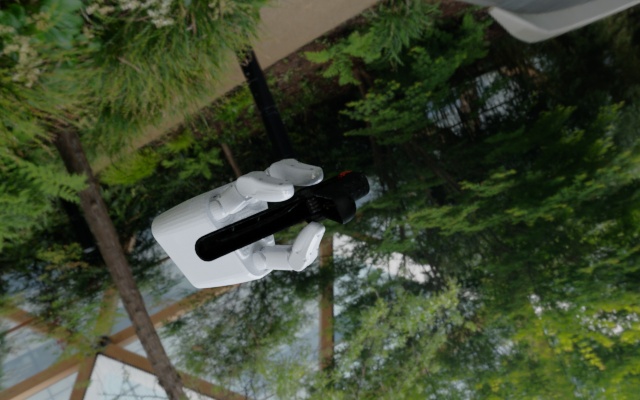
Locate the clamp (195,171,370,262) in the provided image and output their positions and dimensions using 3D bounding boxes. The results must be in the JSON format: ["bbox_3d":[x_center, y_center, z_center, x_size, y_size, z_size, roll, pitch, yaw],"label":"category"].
[{"bbox_3d":[0.000,0.002,0.474,0.164,0.036,0.210,-15,7,36],"label":"clamp"}]
